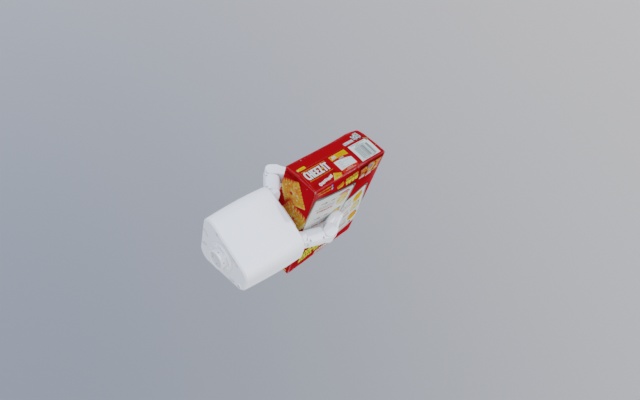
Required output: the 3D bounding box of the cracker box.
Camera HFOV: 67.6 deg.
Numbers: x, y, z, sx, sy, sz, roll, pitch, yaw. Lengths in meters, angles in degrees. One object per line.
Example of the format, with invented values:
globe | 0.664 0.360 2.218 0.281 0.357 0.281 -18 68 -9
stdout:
cracker box | 0.000 0.003 0.791 0.164 0.072 0.214 -32 -24 -36
